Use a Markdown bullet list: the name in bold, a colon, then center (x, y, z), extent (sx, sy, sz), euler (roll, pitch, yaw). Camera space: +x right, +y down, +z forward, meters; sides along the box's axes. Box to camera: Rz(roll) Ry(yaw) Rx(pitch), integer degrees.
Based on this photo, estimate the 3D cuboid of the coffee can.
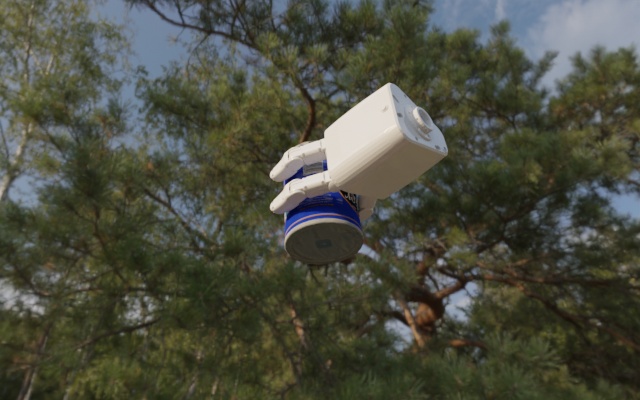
- **coffee can**: center (0.000, 0.002, 0.658), extent (0.103, 0.140, 0.103), euler (-3, -37, -2)
